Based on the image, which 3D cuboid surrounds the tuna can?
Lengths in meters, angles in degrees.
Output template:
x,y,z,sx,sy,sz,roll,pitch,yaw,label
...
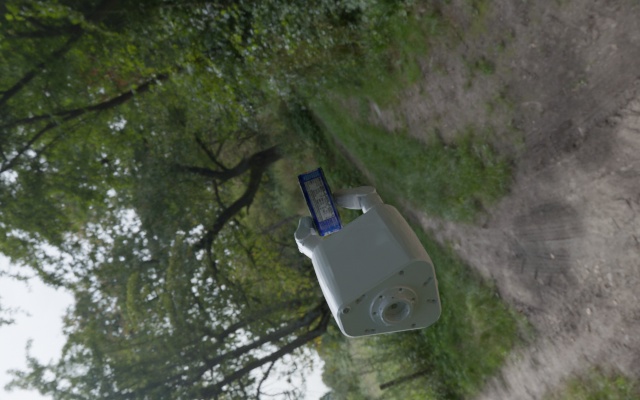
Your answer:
x,y,z,sx,sy,sz,roll,pitch,yaw,label
0.000,0.002,0.610,0.034,0.086,0.086,-20,0,0,tuna can
